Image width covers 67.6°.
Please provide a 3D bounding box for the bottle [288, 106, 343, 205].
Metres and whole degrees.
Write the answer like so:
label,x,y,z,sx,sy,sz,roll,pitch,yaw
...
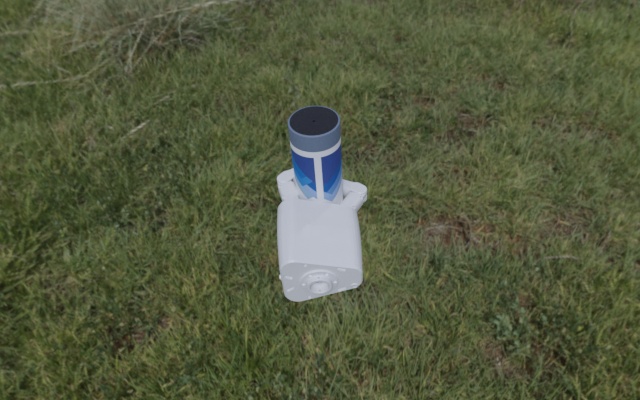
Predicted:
label,x,y,z,sx,sy,sz,roll,pitch,yaw
bottle,0.000,0.002,0.705,0.069,0.069,0.296,0,-44,5
